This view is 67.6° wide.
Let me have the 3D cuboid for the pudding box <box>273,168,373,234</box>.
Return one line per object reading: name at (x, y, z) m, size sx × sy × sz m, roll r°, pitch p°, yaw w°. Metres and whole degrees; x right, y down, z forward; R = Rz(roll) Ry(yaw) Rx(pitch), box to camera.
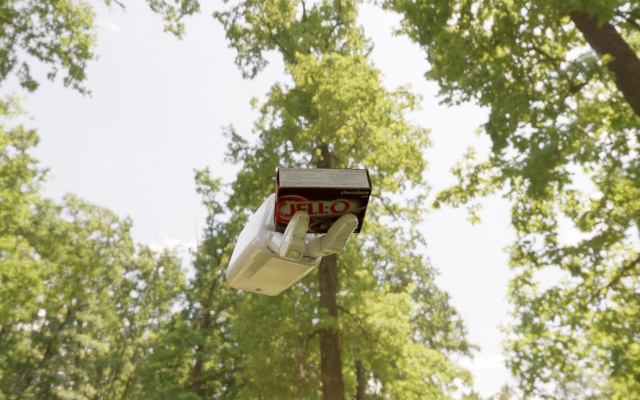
pudding box at (0.000, 0.002, 0.588) m, size 0.113 × 0.039 × 0.090 m, roll -2°, pitch -38°, yaw -8°
